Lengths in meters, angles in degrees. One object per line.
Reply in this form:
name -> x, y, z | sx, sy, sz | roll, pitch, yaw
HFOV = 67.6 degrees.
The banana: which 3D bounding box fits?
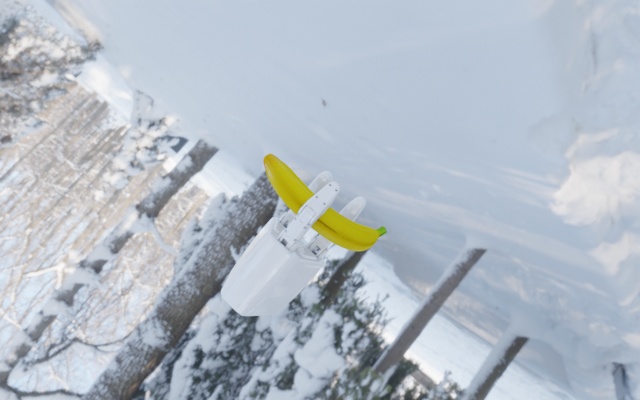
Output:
banana -> 0.001, 0.013, 0.622 | 0.198, 0.037, 0.069 | 35, 27, -13
